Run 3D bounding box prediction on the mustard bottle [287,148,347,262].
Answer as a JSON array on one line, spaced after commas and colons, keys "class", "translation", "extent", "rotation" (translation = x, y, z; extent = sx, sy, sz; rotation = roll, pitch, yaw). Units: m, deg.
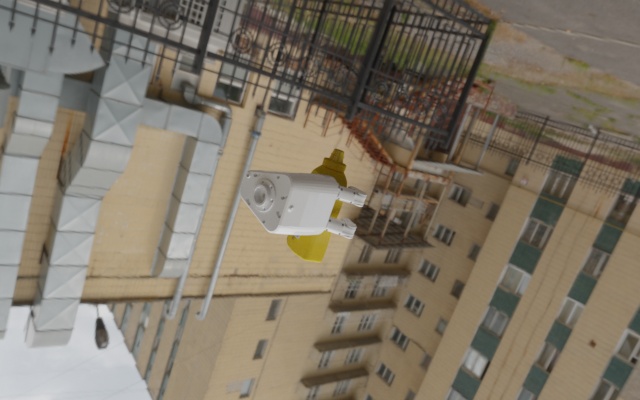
[{"class": "mustard bottle", "translation": [0.000, 0.003, 0.825], "extent": [0.058, 0.192, 0.096], "rotation": [13, 14, -27]}]
